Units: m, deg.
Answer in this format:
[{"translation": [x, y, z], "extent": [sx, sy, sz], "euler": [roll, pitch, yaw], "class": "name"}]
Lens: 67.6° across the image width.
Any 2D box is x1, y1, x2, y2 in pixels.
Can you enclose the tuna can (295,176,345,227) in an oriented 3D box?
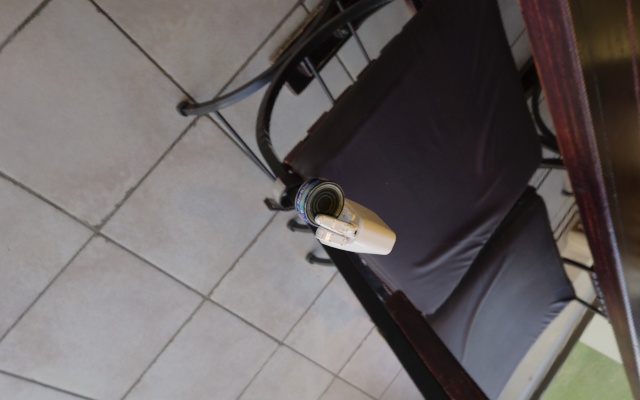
[{"translation": [0.000, 0.003, 0.841], "extent": [0.086, 0.086, 0.033], "euler": [0, 17, -34], "class": "tuna can"}]
